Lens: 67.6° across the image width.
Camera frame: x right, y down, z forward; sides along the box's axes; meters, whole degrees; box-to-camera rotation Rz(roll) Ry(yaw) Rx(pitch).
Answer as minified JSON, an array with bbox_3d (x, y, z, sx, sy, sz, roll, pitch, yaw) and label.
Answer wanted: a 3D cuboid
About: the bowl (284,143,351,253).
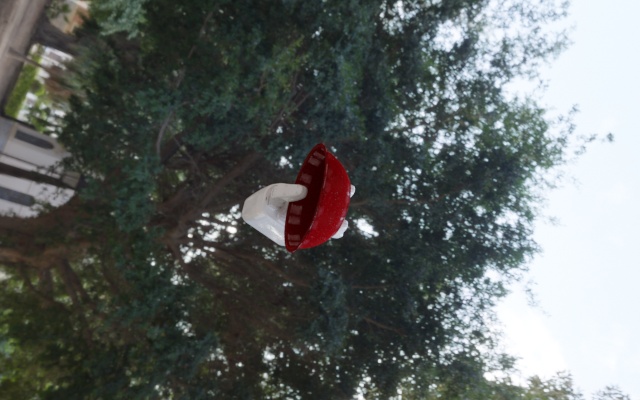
[{"bbox_3d":[0.001,0.002,0.685,0.055,0.162,0.162,17,-5,-16],"label":"bowl"}]
